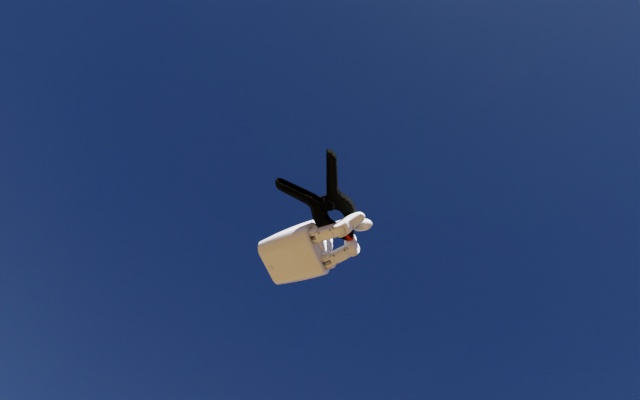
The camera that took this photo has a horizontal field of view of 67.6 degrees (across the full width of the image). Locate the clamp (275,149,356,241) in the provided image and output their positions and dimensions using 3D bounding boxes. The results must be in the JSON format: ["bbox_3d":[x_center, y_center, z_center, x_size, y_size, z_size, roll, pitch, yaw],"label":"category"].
[{"bbox_3d":[0.000,0.003,0.845,0.120,0.171,0.039,-18,19,21],"label":"clamp"}]
